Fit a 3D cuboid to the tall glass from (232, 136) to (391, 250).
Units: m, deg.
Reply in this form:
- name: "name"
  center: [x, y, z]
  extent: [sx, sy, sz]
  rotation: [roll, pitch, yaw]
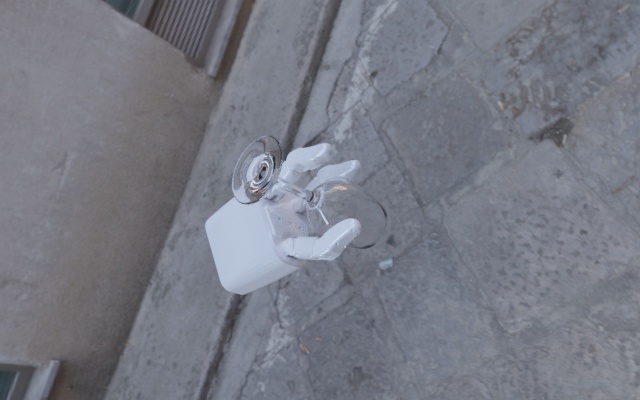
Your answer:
- name: "tall glass"
  center: [0.000, 0.002, 0.545]
  extent: [0.079, 0.079, 0.201]
  rotation: [0, -19, 44]
